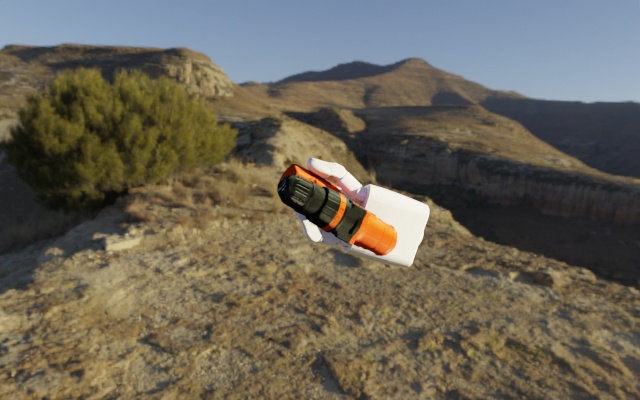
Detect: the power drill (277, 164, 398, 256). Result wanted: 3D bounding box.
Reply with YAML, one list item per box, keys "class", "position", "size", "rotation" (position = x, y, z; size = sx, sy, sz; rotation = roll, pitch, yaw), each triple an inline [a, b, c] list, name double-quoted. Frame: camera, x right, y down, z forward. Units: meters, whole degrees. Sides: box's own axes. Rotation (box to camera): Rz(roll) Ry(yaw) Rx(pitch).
- class: "power drill"
  position: [0.000, 0.002, 0.675]
  size: [0.184, 0.057, 0.187]
  rotation: [31, 5, -26]
